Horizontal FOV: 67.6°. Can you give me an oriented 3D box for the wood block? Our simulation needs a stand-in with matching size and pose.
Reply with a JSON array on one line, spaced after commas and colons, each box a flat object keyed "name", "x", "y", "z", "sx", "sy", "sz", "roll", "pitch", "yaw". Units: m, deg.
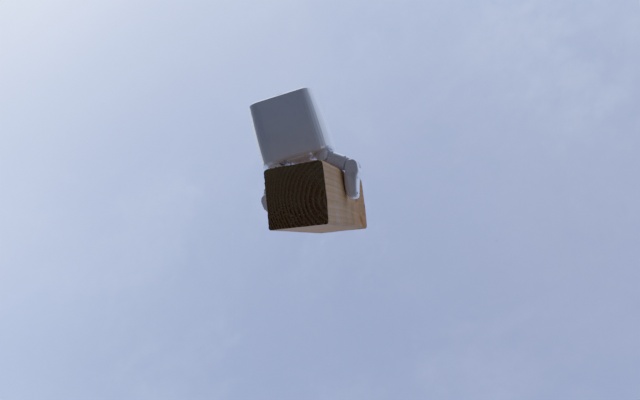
[{"name": "wood block", "x": 0.000, "y": 0.002, "z": 0.746, "sx": 0.091, "sy": 0.090, "sz": 0.206, "roll": -8, "pitch": -7, "yaw": 19}]
